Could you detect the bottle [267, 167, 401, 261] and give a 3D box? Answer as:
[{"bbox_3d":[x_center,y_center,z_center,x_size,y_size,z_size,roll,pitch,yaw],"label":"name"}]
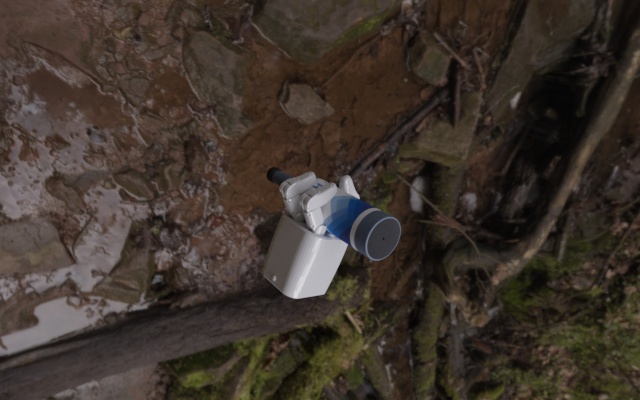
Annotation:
[{"bbox_3d":[0.000,0.003,0.764,0.069,0.069,0.295,0,20,-39],"label":"bottle"}]
